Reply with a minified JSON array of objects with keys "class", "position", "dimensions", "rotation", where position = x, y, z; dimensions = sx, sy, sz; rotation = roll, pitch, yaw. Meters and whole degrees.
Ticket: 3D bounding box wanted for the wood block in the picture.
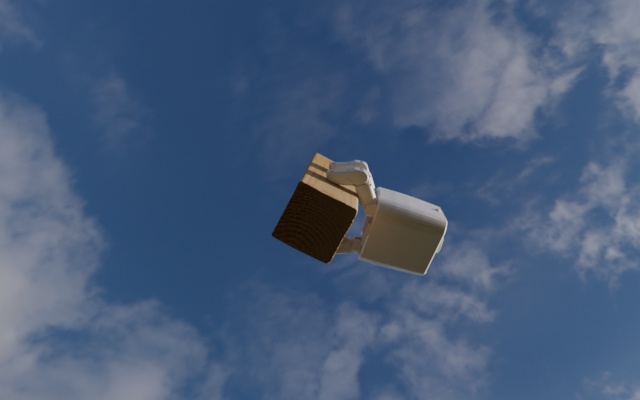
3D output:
[{"class":"wood block","position":[0.000,0.003,0.732],"dimensions":[0.090,0.091,0.206],"rotation":[27,16,-3]}]
